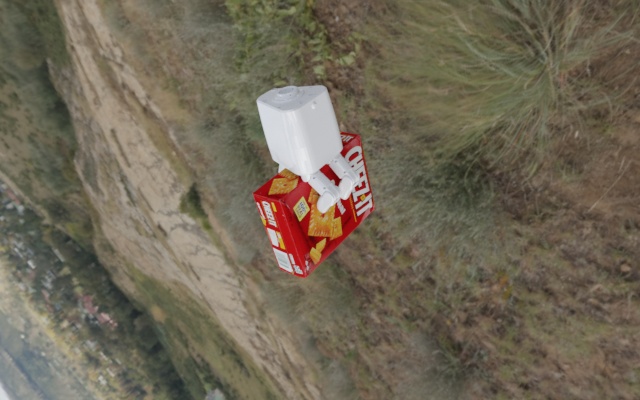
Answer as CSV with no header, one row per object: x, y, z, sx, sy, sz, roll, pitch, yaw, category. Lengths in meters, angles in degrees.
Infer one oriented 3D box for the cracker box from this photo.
0.000,0.003,0.819,0.072,0.164,0.213,16,44,39,cracker box
